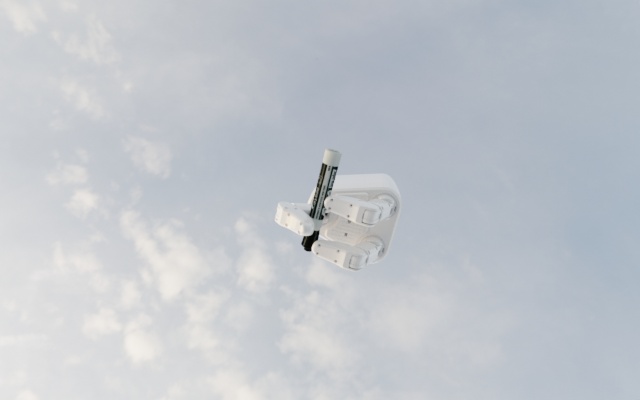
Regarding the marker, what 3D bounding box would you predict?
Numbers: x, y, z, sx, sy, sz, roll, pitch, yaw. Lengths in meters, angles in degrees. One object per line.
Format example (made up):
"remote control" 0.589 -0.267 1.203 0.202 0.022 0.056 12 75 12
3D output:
"marker" 0.000 0.002 0.538 0.020 0.121 0.020 14 16 -4
